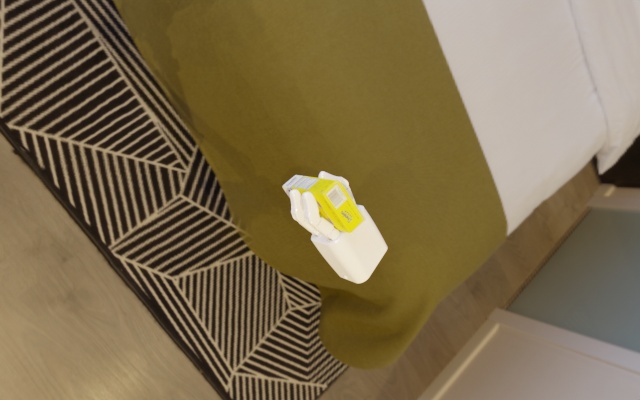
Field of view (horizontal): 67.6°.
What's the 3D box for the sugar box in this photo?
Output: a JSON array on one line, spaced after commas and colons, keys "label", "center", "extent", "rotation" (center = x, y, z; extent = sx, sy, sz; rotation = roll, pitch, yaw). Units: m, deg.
[{"label": "sugar box", "center": [0.000, 0.003, 0.894], "extent": [0.048, 0.093, 0.176], "rotation": [-42, 22, -20]}]
